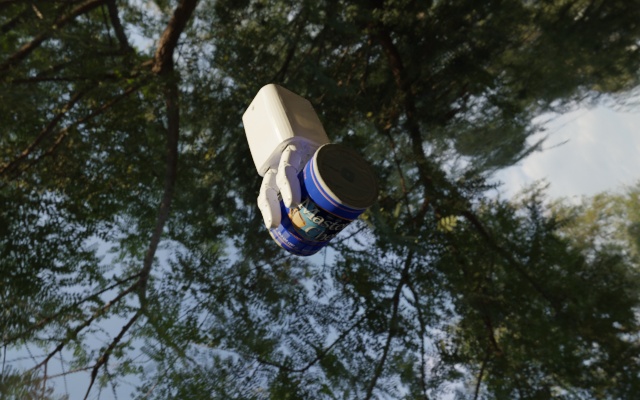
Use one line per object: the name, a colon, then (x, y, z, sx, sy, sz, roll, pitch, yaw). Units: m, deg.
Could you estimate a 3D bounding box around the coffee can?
coffee can: (0.000, 0.002, 0.672, 0.103, 0.102, 0.140, 0, -32, -39)
